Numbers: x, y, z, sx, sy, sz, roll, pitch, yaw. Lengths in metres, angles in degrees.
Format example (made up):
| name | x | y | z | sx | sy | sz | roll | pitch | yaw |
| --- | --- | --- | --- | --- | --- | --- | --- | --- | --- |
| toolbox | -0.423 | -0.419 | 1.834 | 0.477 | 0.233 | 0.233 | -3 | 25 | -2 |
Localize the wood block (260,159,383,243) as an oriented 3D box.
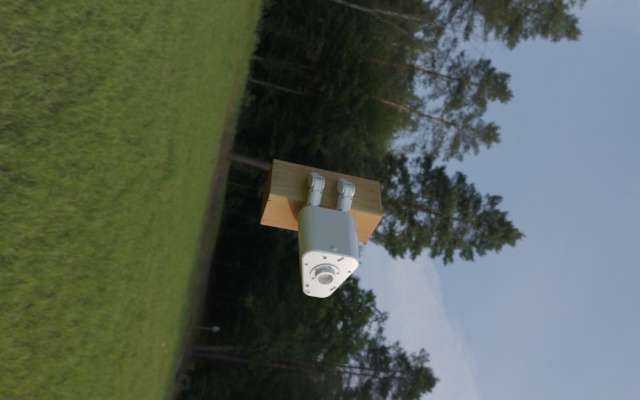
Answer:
| name | x | y | z | sx | sy | sz | roll | pitch | yaw |
| --- | --- | --- | --- | --- | --- | --- | --- | --- | --- |
| wood block | 0.000 | 0.003 | 0.889 | 0.206 | 0.090 | 0.091 | 12 | -43 | -13 |
